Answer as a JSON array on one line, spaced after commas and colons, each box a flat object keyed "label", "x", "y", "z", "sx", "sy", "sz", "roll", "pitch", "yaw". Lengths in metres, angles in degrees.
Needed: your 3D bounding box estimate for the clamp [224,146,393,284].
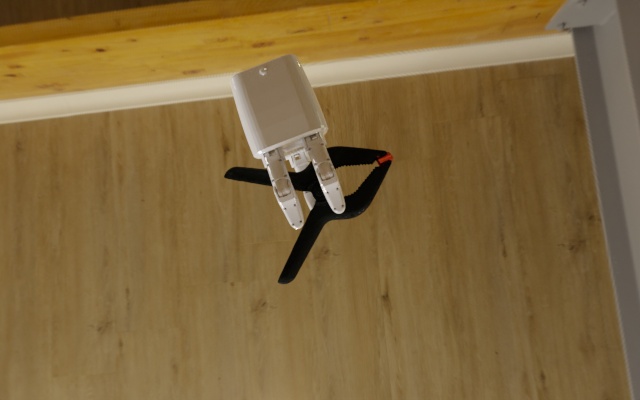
[{"label": "clamp", "x": 0.001, "y": 0.002, "z": 0.611, "sx": 0.210, "sy": 0.164, "sz": 0.036, "roll": -21, "pitch": -2, "yaw": 2}]
